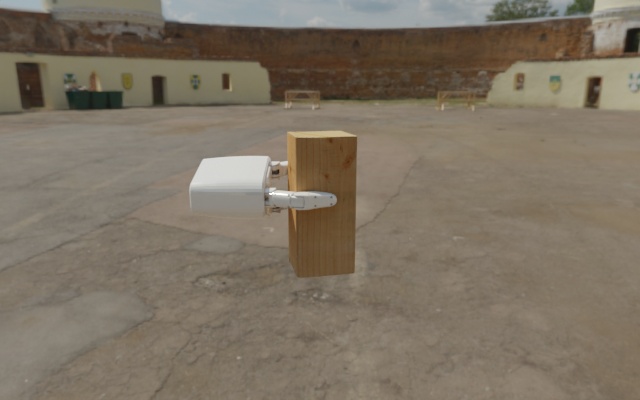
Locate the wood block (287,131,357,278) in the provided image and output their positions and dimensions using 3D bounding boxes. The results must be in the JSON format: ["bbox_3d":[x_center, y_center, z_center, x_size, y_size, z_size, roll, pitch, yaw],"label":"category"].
[{"bbox_3d":[0.000,0.002,0.725,0.090,0.206,0.090,-3,14,-12],"label":"wood block"}]
